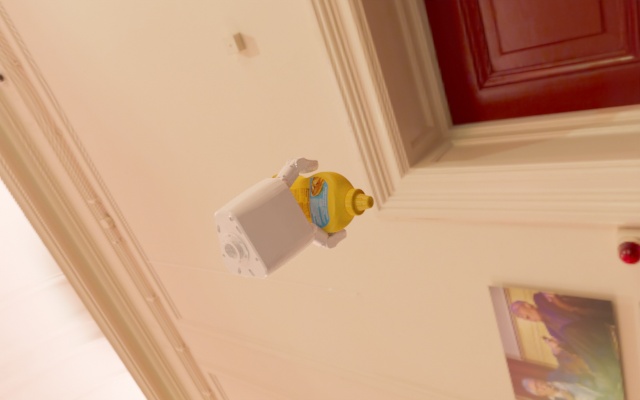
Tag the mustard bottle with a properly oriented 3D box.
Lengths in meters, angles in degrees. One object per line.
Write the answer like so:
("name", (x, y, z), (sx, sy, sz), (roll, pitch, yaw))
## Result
("mustard bottle", (0.000, 0.002, 0.757), (0.191, 0.096, 0.058), (0, 3, 41))
